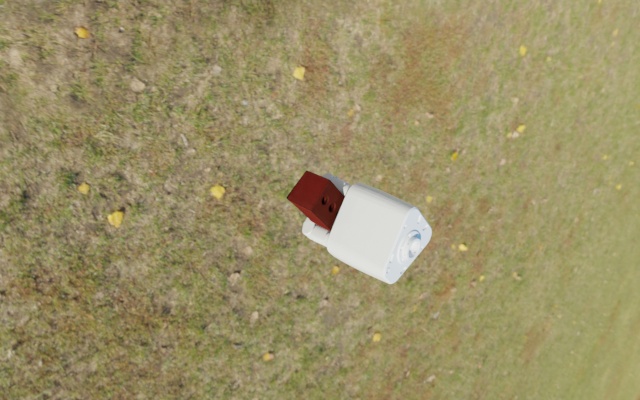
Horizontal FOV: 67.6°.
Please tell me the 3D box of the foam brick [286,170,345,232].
[{"bbox_3d":[0.000,0.002,0.697,0.051,0.053,0.078,25,-13,40],"label":"foam brick"}]
